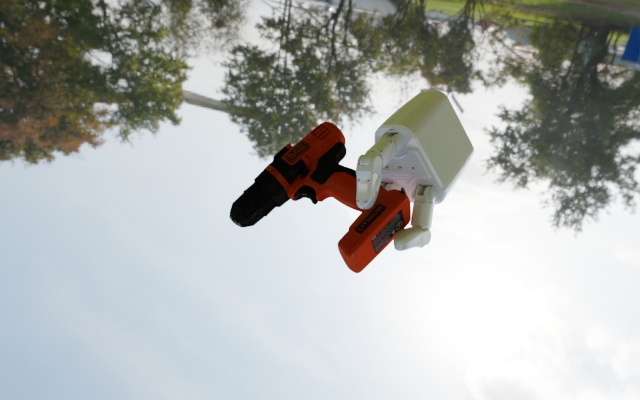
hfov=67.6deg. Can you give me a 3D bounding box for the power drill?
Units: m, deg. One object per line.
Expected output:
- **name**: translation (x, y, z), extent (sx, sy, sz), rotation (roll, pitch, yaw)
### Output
- **power drill**: translation (0.001, 0.002, 0.581), extent (0.187, 0.184, 0.057), rotation (40, -12, 32)
